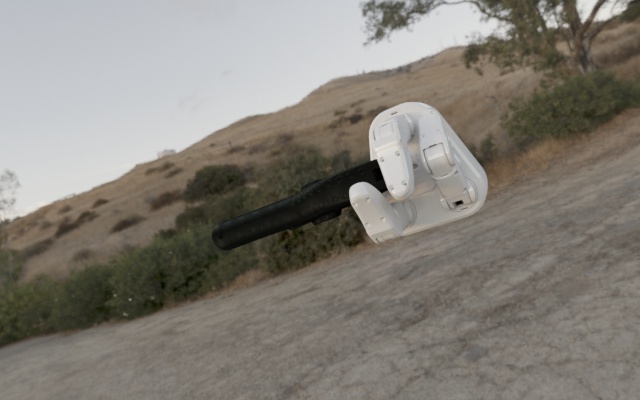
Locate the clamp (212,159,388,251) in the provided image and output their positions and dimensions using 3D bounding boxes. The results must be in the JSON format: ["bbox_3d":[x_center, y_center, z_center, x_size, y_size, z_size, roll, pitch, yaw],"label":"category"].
[{"bbox_3d":[0.000,0.001,0.426,0.171,0.039,0.120,-20,2,23],"label":"clamp"}]
